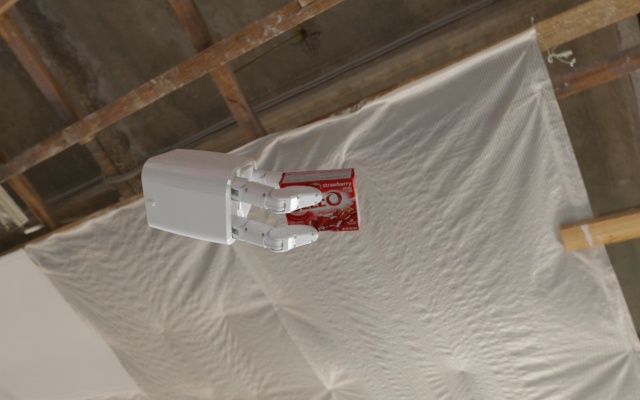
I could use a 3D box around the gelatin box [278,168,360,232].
[{"bbox_3d":[0.000,0.002,0.572,0.089,0.073,0.030,-4,31,9],"label":"gelatin box"}]
